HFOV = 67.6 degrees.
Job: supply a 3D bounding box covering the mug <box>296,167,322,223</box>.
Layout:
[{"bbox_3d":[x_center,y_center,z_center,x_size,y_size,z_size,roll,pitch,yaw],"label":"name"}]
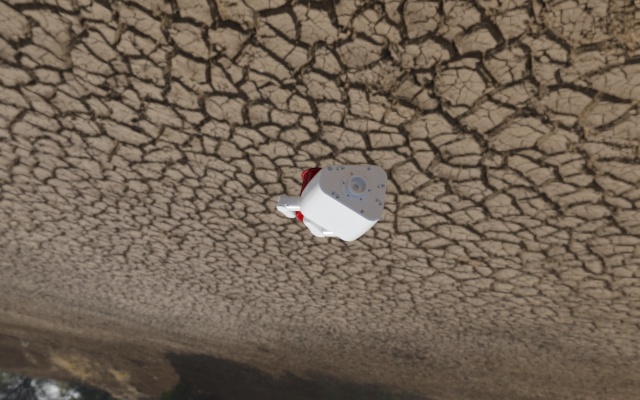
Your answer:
[{"bbox_3d":[0.000,0.003,0.859,0.093,0.081,0.117,16,-23,-10],"label":"mug"}]
